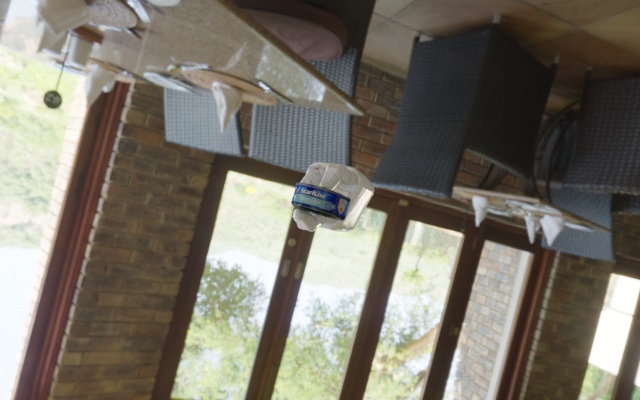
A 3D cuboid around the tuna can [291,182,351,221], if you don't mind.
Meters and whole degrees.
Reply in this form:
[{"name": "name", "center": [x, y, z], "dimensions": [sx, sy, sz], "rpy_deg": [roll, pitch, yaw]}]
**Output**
[{"name": "tuna can", "center": [0.000, 0.003, 0.709], "dimensions": [0.086, 0.033, 0.086], "rpy_deg": [17, -6, 2]}]
